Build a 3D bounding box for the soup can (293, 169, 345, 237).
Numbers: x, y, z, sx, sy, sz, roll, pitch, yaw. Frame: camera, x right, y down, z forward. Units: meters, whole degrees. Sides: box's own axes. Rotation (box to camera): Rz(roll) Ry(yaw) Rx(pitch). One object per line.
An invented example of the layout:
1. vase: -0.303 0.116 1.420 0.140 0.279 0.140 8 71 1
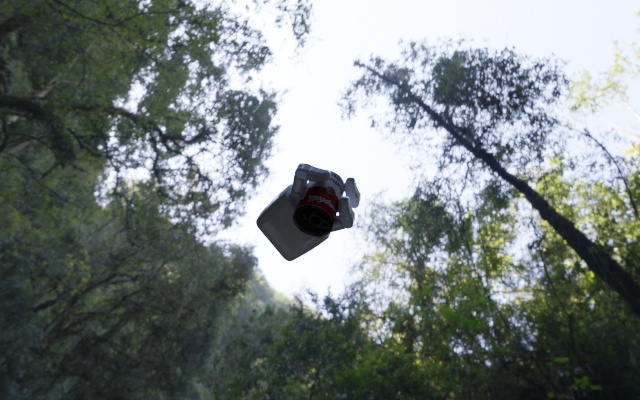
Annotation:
1. soup can: 0.000 0.002 0.811 0.068 0.069 0.102 0 38 19
